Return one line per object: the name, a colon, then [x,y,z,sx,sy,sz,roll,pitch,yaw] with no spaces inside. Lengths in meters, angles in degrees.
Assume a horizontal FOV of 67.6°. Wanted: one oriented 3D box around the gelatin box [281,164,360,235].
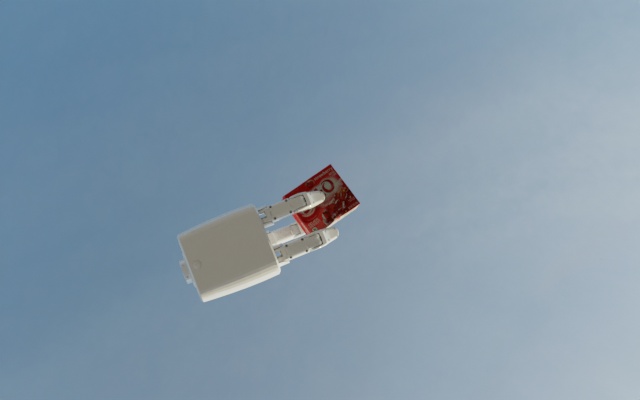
gelatin box: [0.000,0.002,0.686,0.089,0.073,0.030,-34,-7,-19]
